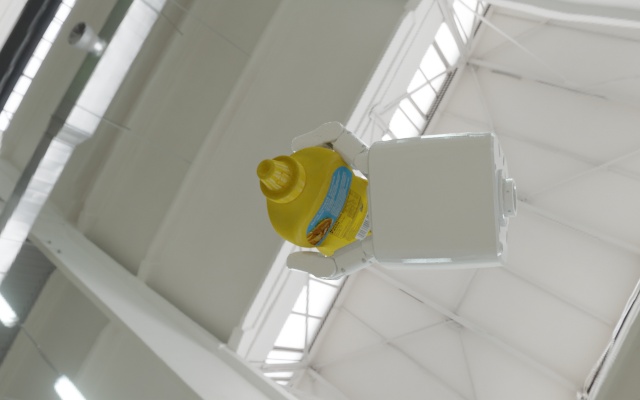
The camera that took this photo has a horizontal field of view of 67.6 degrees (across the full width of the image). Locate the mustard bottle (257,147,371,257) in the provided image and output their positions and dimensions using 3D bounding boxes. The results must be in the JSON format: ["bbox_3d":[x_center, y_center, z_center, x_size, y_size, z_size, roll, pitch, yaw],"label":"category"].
[{"bbox_3d":[0.000,0.002,0.467,0.058,0.096,0.192,25,-3,33],"label":"mustard bottle"}]
